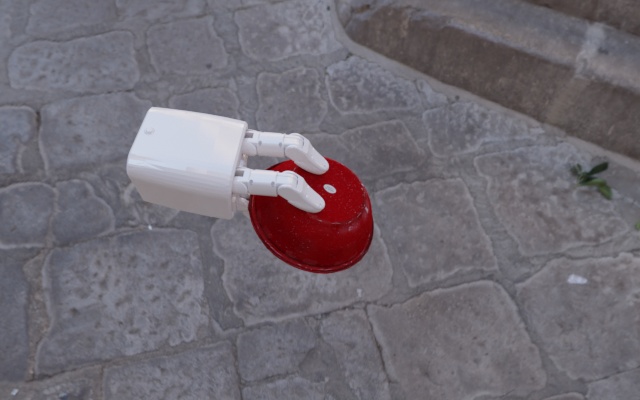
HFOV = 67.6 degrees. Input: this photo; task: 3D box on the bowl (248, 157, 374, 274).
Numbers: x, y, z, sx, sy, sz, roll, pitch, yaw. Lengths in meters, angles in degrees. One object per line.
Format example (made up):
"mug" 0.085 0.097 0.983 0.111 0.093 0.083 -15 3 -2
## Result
"bowl" 0.001 0.002 0.564 0.162 0.162 0.055 0 -32 -24
